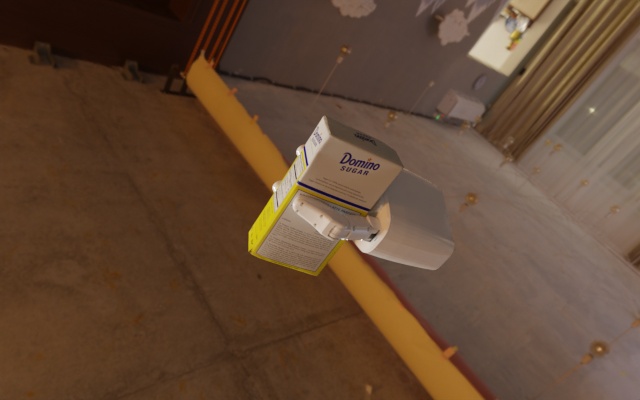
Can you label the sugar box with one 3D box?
[{"bbox_3d":[0.000,0.001,0.522,0.093,0.176,0.048,21,30,-25],"label":"sugar box"}]
